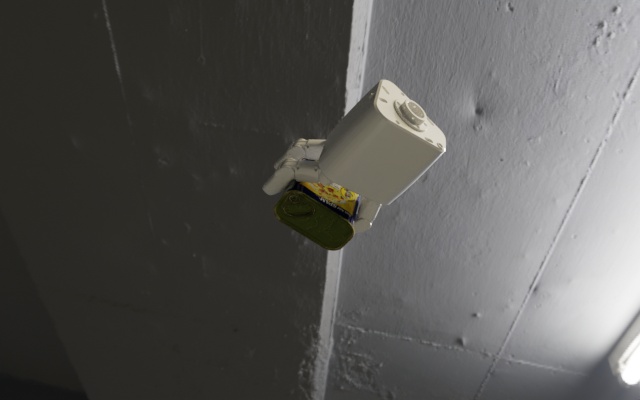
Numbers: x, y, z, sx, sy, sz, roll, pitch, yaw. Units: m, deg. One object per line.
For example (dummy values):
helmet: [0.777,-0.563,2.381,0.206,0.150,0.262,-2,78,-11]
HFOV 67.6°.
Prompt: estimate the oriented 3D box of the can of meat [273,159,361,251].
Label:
can of meat: [0.000,0.002,0.620,0.102,0.084,0.057,32,-51,-10]
